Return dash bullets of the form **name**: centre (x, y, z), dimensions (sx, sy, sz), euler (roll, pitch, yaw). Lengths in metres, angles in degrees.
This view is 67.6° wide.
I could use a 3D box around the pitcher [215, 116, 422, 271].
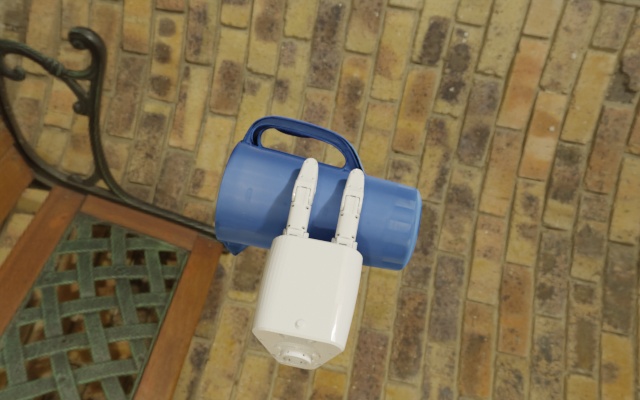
- **pitcher**: centre (0.000, 0.002, 0.605), dimensions (0.243, 0.145, 0.149), euler (12, -35, 2)
